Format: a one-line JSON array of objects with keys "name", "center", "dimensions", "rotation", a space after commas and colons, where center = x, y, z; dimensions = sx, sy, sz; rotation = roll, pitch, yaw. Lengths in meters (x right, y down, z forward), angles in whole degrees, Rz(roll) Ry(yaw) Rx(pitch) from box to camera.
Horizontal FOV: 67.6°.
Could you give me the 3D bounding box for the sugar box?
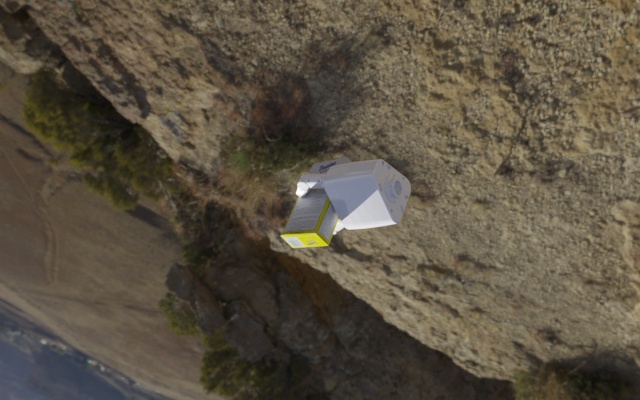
[{"name": "sugar box", "center": [0.001, 0.003, 0.890], "dimensions": [0.093, 0.176, 0.048], "rotation": [-7, -44, 42]}]
